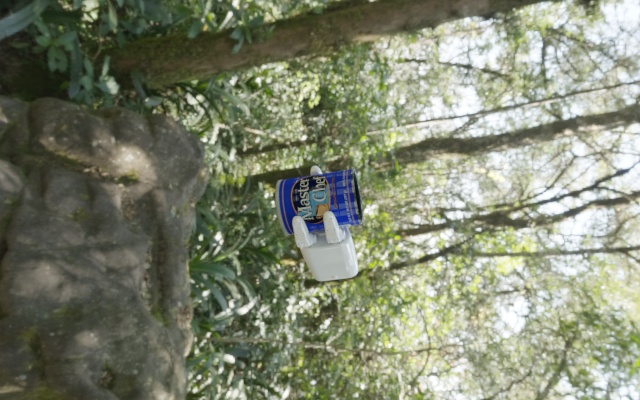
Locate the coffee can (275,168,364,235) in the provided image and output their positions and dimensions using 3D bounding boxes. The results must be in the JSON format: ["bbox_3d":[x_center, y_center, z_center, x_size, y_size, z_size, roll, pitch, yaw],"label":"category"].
[{"bbox_3d":[0.000,0.003,0.863,0.140,0.103,0.103,-9,-2,10],"label":"coffee can"}]
